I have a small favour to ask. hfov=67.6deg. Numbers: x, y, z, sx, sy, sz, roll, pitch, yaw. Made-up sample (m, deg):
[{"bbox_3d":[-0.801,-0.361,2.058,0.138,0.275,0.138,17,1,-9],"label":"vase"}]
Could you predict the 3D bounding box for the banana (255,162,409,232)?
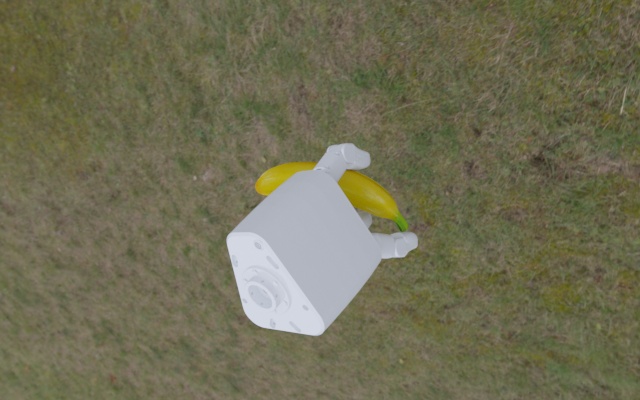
[{"bbox_3d":[0.002,-0.012,0.537,0.198,0.070,0.037,16,41,25],"label":"banana"}]
